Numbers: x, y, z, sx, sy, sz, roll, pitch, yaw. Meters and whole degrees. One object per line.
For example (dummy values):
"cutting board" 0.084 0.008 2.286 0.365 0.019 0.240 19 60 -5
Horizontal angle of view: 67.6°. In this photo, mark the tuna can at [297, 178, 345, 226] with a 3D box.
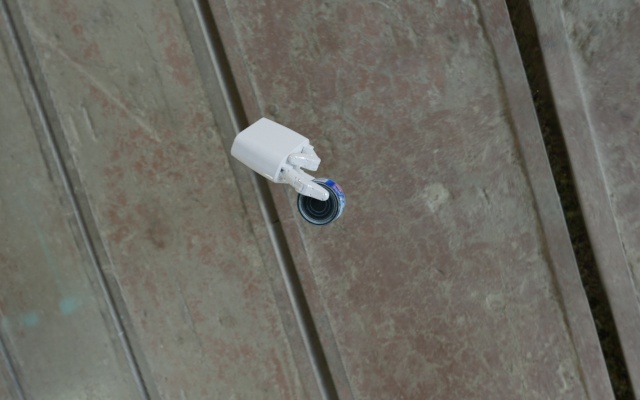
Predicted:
"tuna can" 0.000 0.003 0.877 0.086 0.086 0.033 0 15 19
